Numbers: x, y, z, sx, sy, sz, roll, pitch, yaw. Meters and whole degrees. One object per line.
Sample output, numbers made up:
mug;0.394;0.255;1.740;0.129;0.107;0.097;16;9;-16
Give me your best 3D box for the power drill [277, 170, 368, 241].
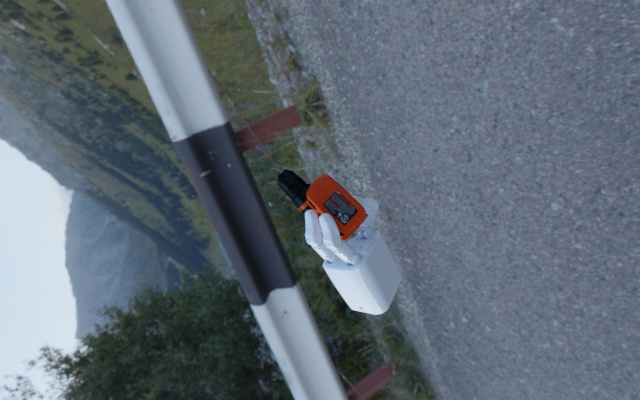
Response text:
power drill;0.000;0.003;0.859;0.184;0.057;0.187;42;-9;-4
